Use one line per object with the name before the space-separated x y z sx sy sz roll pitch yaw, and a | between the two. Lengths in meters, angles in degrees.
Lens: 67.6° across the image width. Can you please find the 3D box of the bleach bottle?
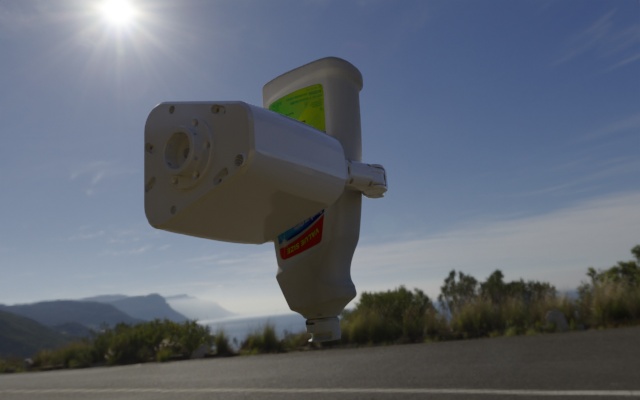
bleach bottle | 0.000 0.001 0.449 0.102 0.250 0.068 -13 -15 32
